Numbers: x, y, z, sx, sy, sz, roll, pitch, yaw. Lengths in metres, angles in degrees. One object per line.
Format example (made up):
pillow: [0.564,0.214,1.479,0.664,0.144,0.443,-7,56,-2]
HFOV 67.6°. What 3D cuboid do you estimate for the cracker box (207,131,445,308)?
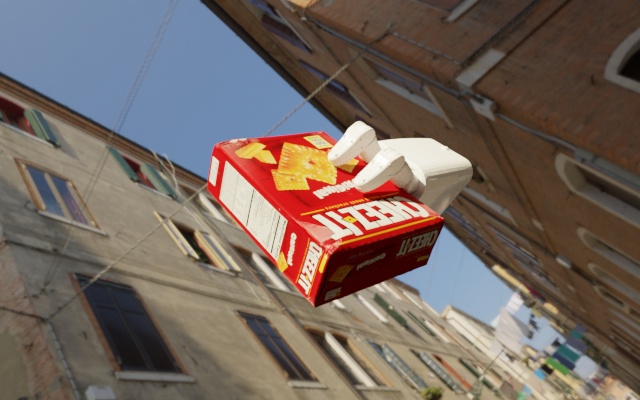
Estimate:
cracker box: [0.000,0.002,0.524,0.164,0.072,0.213,-12,39,-38]
